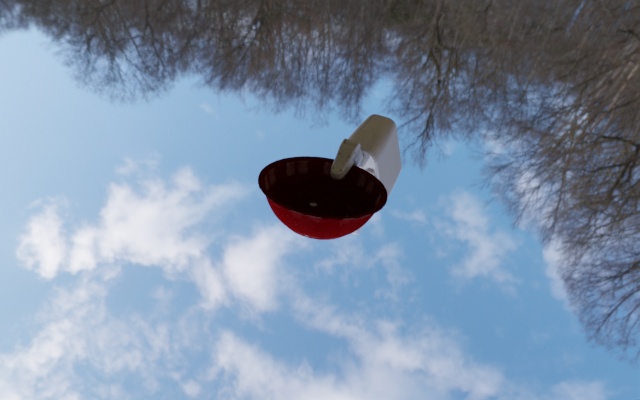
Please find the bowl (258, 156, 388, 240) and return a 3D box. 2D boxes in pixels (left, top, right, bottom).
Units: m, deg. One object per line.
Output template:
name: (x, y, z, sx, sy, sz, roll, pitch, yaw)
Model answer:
bowl: (-0.001, 0.003, 0.602, 0.162, 0.055, 0.162, 7, 29, -4)
